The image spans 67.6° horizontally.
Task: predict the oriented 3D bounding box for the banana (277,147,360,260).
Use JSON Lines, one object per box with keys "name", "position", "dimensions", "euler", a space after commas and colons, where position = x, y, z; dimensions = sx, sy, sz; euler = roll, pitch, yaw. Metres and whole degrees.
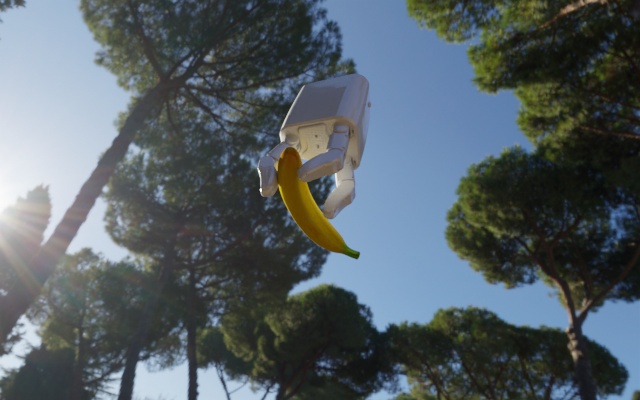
{"name": "banana", "position": [-0.014, 0.007, 0.639], "dimensions": [0.069, 0.037, 0.198], "euler": [-9, -49, 33]}
